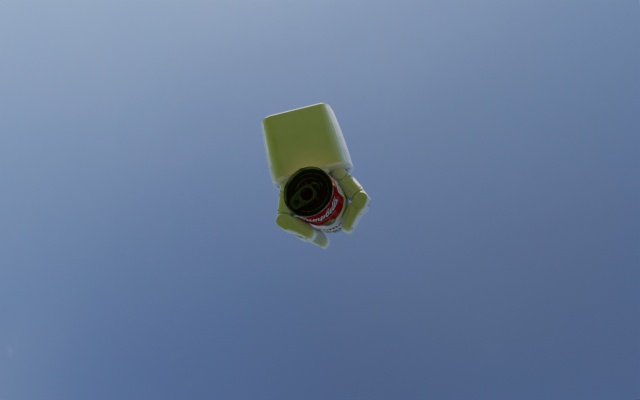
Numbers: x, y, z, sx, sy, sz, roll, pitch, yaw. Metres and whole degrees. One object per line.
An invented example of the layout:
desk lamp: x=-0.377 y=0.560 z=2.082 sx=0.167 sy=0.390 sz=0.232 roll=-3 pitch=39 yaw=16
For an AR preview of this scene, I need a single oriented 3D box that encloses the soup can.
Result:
soup can: x=0.000 y=0.003 z=0.653 sx=0.068 sy=0.068 sz=0.102 roll=0 pitch=-16 yaw=20
